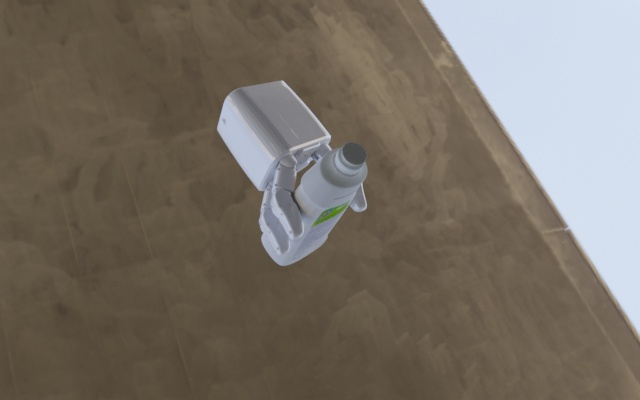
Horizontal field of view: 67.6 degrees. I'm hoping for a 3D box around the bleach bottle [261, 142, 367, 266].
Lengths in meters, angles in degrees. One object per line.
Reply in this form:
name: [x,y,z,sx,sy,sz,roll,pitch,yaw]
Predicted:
bleach bottle: [0.000,0.002,0.604,0.102,0.068,0.251,-32,-11,-32]
